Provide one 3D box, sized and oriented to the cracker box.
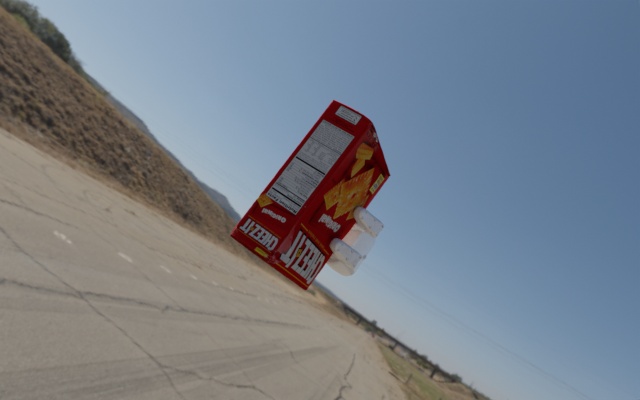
[{"bbox_3d":[0.000,0.002,0.635,0.072,0.213,0.164,32,-10,25],"label":"cracker box"}]
